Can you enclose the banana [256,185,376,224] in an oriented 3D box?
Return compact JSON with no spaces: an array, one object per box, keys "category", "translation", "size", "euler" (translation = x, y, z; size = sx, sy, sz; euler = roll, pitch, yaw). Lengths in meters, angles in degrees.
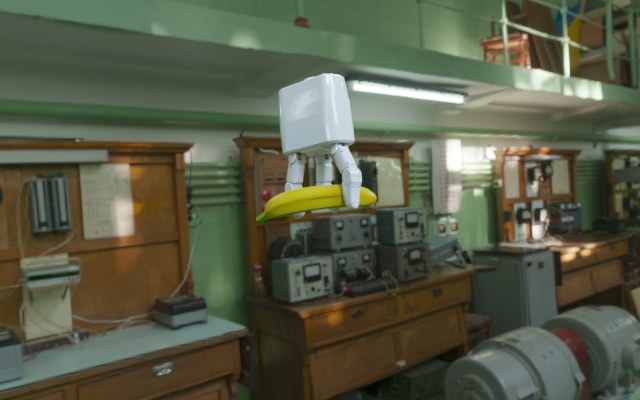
[{"category":"banana","translation":[0.001,-0.001,0.728],"size":[0.198,0.037,0.070],"euler":[-8,-11,-15]}]
